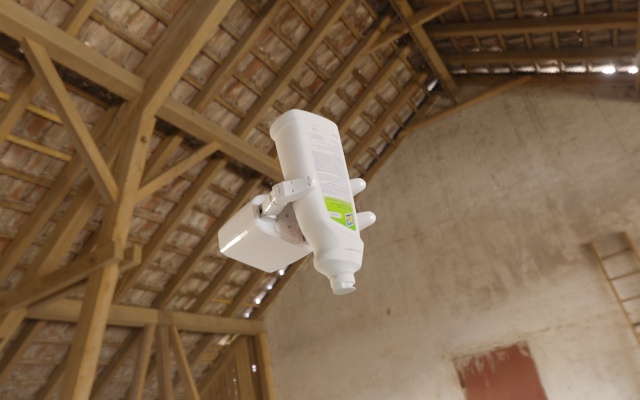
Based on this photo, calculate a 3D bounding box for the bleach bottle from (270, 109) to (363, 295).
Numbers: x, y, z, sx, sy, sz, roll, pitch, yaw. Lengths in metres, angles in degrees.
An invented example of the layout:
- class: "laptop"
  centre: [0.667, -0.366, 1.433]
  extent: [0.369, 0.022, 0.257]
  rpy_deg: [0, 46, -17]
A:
- class: "bleach bottle"
  centre: [0.000, 0.002, 0.648]
  extent: [0.102, 0.250, 0.068]
  rpy_deg: [11, -33, -39]
